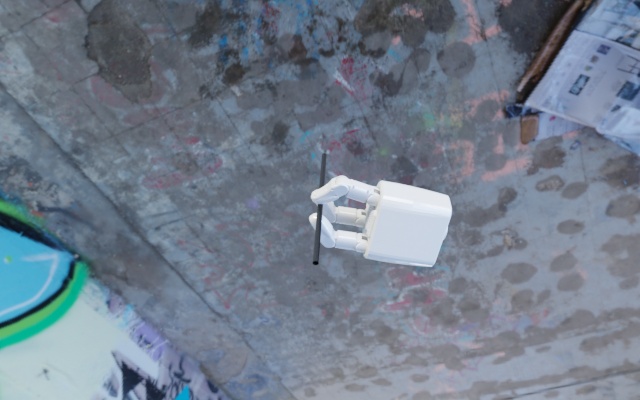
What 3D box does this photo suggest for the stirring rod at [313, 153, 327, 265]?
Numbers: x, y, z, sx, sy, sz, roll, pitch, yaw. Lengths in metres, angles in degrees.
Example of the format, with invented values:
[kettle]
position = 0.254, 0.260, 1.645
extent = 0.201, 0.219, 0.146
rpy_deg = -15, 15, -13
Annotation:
[stirring rod]
position = 0.000, 0.002, 0.698
extent = 0.011, 0.011, 0.239
rpy_deg = 0, 40, 4
